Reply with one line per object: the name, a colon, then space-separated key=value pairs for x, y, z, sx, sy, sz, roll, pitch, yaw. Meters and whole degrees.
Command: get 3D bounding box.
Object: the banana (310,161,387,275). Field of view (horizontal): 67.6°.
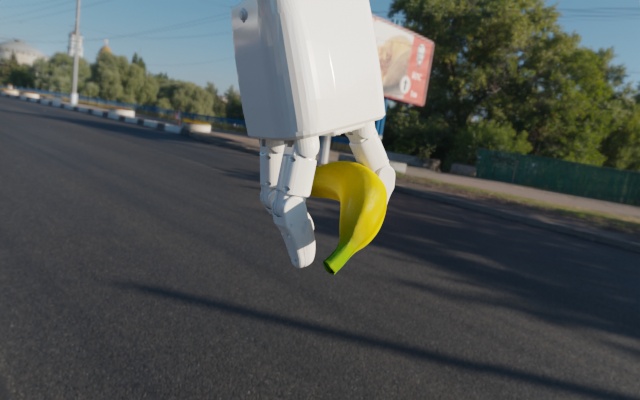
banana: x=0.017 y=-0.006 z=0.411 sx=0.069 sy=0.037 sz=0.197 roll=-26 pitch=19 yaw=1
